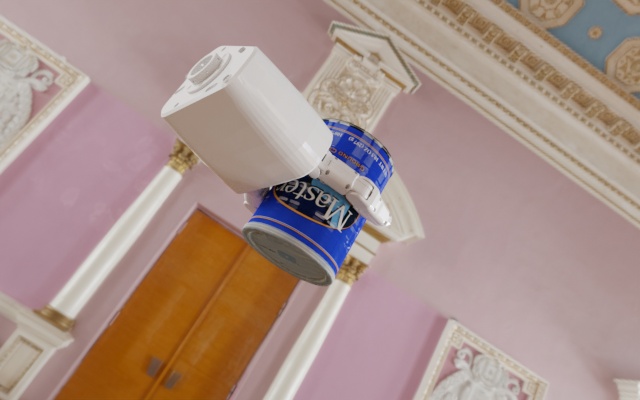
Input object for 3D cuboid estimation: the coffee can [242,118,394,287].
[{"bbox_3d":[0.000,0.002,0.492,0.103,0.140,0.103,26,-23,12],"label":"coffee can"}]
